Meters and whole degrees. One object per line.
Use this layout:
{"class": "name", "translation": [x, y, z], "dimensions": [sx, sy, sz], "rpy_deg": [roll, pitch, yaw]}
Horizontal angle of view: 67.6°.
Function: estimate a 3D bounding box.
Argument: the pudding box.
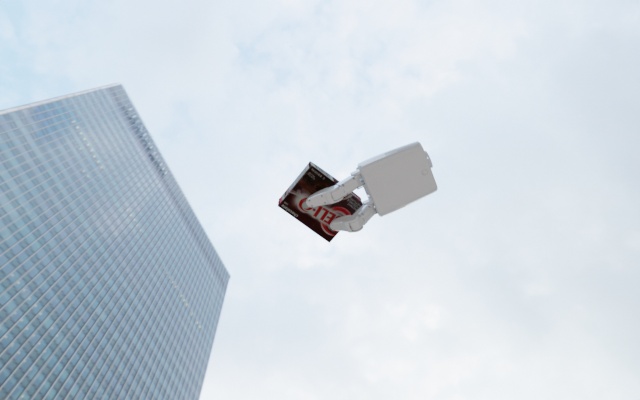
{"class": "pudding box", "translation": [0.000, 0.002, 0.792], "dimensions": [0.113, 0.090, 0.039], "rpy_deg": [37, 14, -13]}
